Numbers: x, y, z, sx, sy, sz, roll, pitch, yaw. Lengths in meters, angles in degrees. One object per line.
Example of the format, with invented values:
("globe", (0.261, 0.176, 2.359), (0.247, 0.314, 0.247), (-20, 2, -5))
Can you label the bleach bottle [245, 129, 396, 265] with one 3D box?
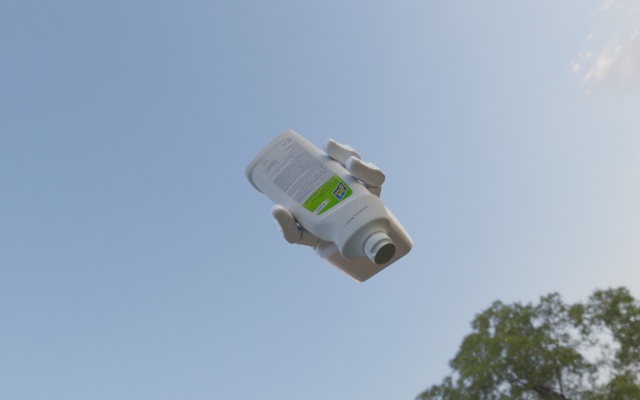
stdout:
("bleach bottle", (0.000, 0.002, 0.597), (0.068, 0.102, 0.250), (44, 0, -45))
